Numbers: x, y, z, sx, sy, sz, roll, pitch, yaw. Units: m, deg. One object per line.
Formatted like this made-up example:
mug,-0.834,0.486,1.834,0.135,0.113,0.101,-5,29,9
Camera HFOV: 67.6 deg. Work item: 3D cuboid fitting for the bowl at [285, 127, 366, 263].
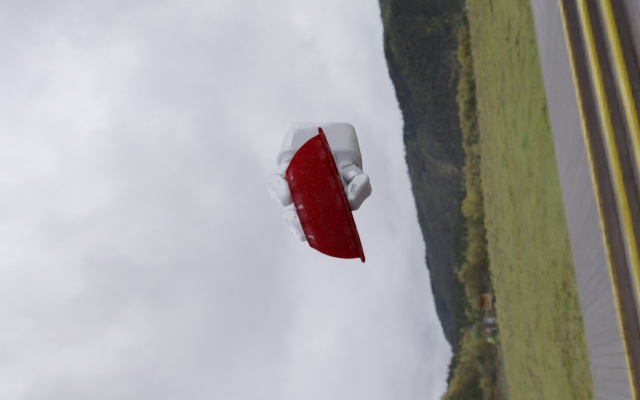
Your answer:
bowl,0.000,0.002,0.540,0.055,0.162,0.162,-18,0,0
